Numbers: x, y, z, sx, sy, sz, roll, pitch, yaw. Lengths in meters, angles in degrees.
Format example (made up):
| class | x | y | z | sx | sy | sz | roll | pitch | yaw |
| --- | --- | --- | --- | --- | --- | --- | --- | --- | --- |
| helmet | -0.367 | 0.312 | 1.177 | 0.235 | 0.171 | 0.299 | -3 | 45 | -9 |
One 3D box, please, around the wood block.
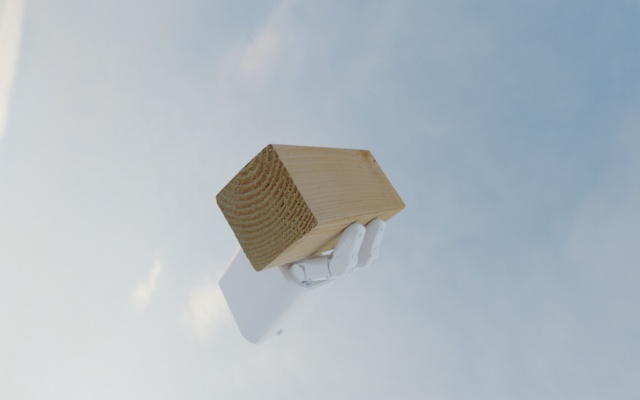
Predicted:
| class | x | y | z | sx | sy | sz | roll | pitch | yaw |
| --- | --- | --- | --- | --- | --- | --- | --- | --- | --- |
| wood block | 0.000 | 0.002 | 0.527 | 0.090 | 0.091 | 0.206 | -40 | -16 | 27 |
